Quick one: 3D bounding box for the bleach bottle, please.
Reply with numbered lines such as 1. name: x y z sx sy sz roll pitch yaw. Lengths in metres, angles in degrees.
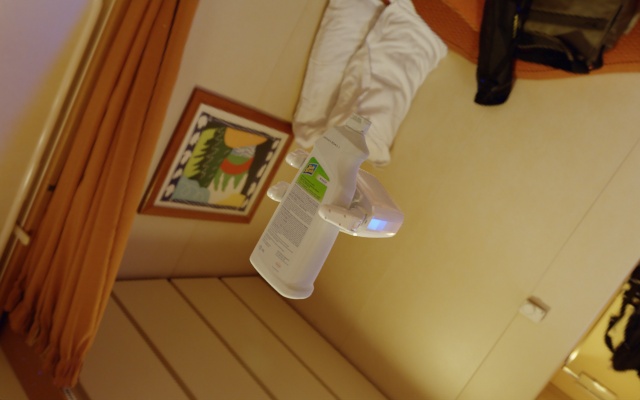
1. bleach bottle: 0.000 0.002 0.644 0.102 0.251 0.068 38 15 34
